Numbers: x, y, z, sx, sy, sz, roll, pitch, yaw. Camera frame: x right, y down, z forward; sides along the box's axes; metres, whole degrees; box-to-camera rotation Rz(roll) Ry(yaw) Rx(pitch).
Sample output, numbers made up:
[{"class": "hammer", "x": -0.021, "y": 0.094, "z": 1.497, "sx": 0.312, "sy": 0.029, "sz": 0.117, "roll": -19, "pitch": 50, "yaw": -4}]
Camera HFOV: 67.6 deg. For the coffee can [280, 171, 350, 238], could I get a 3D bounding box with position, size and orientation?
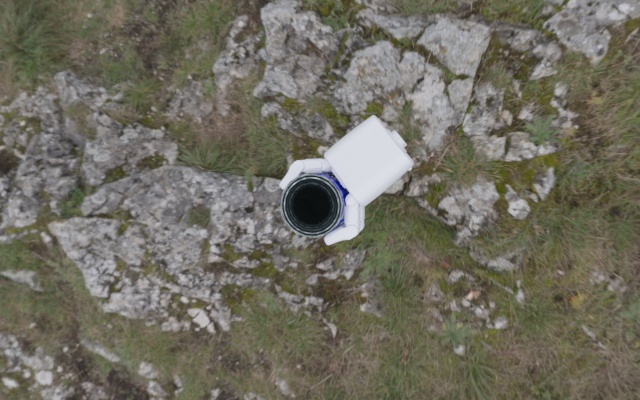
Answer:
[{"class": "coffee can", "x": 0.000, "y": 0.003, "z": 0.820, "sx": 0.103, "sy": 0.103, "sz": 0.140, "roll": 0, "pitch": 5, "yaw": 13}]
